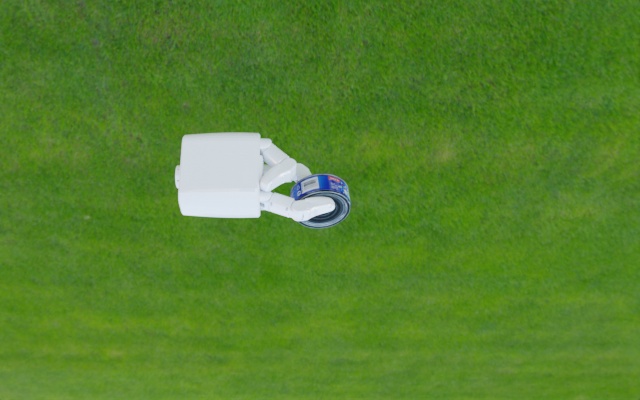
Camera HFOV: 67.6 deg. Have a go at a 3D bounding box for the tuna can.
[{"bbox_3d":[0.000,0.003,0.685,0.086,0.033,0.086,-5,-40,-4],"label":"tuna can"}]
